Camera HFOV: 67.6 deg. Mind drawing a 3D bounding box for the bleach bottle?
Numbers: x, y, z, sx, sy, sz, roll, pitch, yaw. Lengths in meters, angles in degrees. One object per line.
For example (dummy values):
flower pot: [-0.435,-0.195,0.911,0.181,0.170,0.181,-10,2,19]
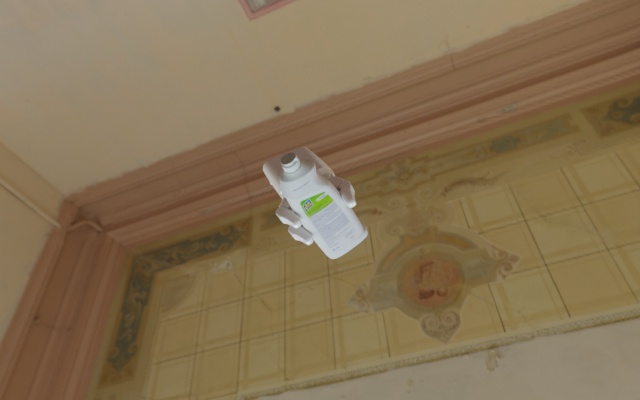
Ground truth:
bleach bottle: [0.000,0.003,0.884,0.102,0.251,0.068,-37,43,-6]
